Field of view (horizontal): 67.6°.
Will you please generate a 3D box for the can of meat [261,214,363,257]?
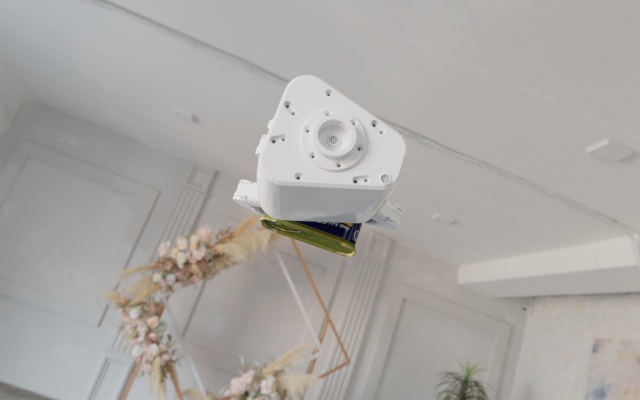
[{"bbox_3d":[0.000,0.001,0.499,0.102,0.084,0.057,19,-15,2],"label":"can of meat"}]
